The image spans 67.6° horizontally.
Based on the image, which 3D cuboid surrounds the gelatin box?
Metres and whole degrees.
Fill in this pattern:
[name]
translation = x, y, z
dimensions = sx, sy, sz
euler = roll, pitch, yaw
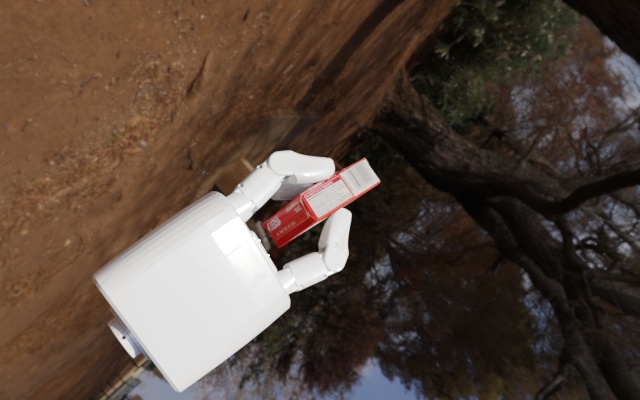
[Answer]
[gelatin box]
translation = 0.001, 0.002, 0.435
dimensions = 0.089, 0.030, 0.073
euler = -31, -3, -38
